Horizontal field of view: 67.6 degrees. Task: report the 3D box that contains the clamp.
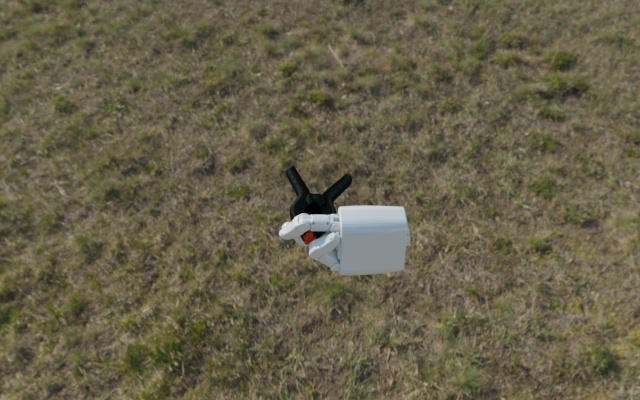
[{"bbox_3d":[0.000,0.002,0.826,0.120,0.171,0.039,-2,-41,-1],"label":"clamp"}]
